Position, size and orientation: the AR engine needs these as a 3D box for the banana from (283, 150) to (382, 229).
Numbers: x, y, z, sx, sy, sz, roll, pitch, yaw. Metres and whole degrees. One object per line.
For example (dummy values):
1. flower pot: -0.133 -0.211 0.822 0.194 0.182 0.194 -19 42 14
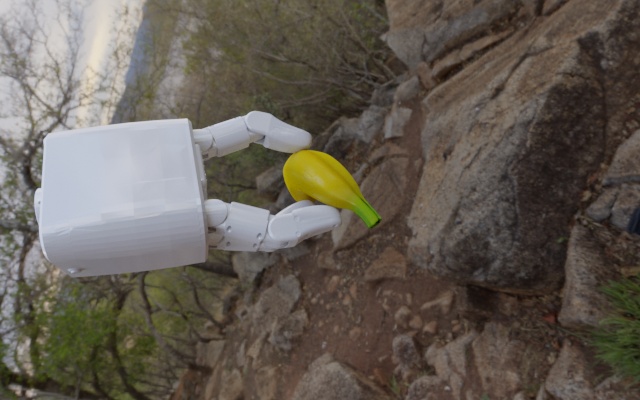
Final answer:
1. banana: -0.007 -0.015 0.437 0.037 0.069 0.198 -29 13 -10
